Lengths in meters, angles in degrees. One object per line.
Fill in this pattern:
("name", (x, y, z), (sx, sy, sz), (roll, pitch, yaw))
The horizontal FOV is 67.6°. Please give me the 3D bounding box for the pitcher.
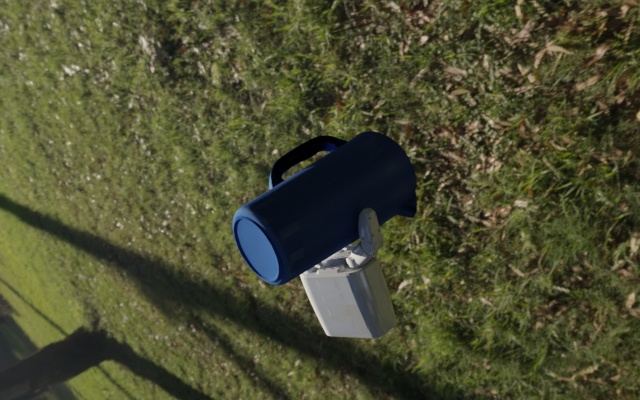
("pitcher", (0.000, 0.002, 0.646), (0.242, 0.145, 0.149), (-31, 18, -34))
